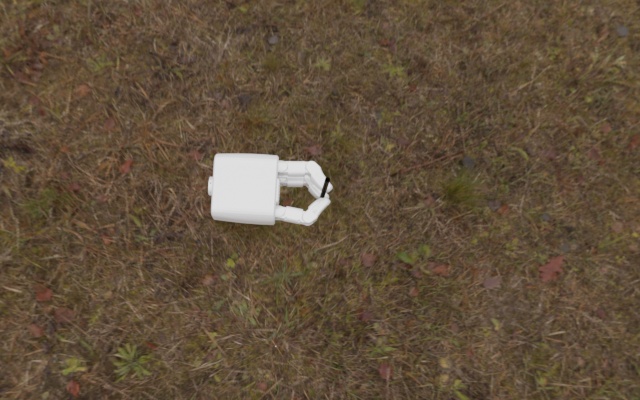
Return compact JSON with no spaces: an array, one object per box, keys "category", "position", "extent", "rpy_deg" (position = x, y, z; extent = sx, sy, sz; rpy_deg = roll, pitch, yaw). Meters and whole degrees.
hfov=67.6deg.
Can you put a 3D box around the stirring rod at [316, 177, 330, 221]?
[{"category":"stirring rod","position":[0.000,0.003,0.849],"extent":[0.011,0.011,0.240],"rpy_deg":[0,-17,-5]}]
